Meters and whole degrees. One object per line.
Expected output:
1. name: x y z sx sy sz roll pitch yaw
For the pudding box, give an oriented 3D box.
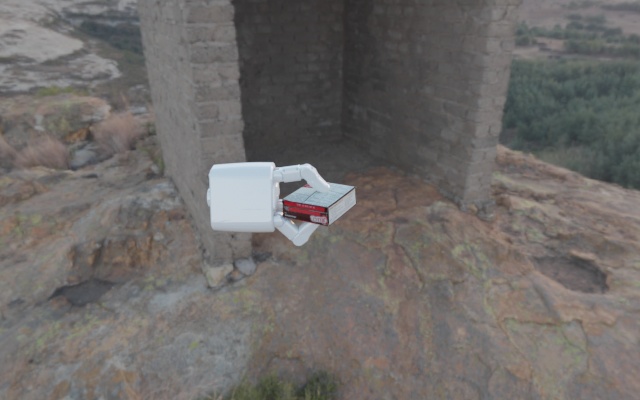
1. pudding box: 0.000 0.003 0.823 0.090 0.039 0.113 11 26 27
